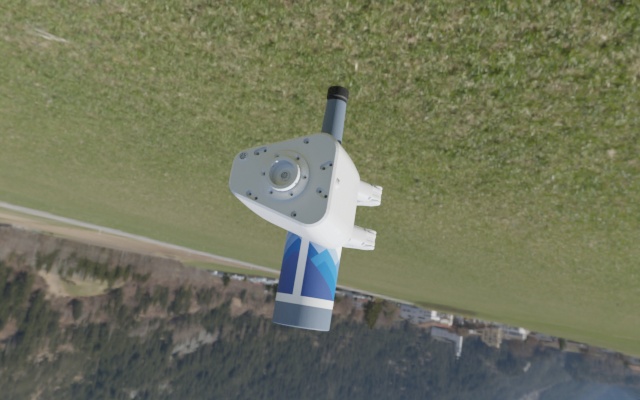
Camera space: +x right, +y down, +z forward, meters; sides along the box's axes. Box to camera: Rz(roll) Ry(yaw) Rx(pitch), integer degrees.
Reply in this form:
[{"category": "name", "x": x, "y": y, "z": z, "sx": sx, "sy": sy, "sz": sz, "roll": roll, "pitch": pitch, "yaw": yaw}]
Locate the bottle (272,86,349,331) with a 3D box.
[{"category": "bottle", "x": 0.000, "y": 0.002, "z": 0.577, "sx": 0.069, "sy": 0.295, "sz": 0.069, "roll": 9, "pitch": -12, "yaw": 2}]
